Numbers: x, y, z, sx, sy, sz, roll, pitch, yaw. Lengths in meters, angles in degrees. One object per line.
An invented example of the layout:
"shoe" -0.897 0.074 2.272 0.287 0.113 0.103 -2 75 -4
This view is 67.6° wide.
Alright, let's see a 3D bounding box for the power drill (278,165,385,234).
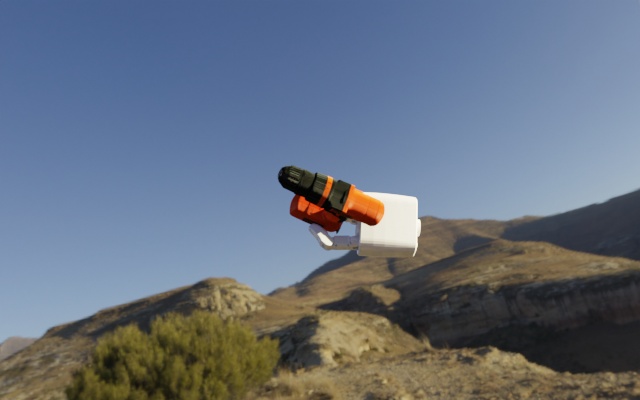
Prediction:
"power drill" 0.000 0.003 0.835 0.184 0.057 0.188 24 -13 -10
